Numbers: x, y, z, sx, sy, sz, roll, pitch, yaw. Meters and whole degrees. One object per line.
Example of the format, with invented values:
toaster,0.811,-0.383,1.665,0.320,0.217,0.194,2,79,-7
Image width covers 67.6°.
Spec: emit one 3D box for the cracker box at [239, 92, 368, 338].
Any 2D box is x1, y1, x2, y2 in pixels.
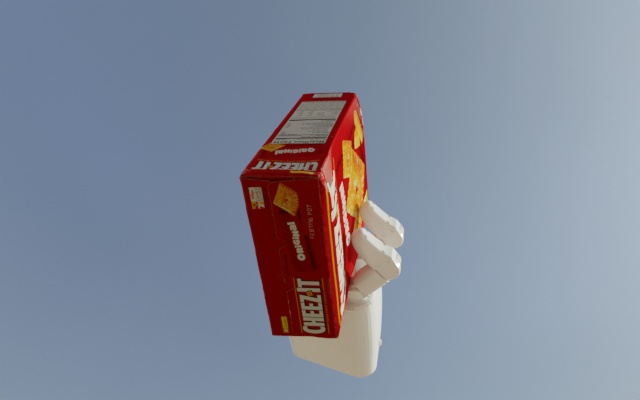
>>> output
cracker box,0.000,0.001,0.476,0.072,0.164,0.213,0,29,13
